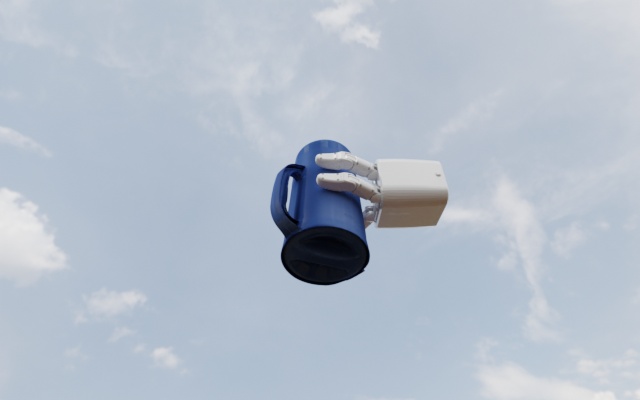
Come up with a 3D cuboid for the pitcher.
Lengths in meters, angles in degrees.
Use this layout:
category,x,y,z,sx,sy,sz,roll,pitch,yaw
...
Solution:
category,x,y,z,sx,sy,sz,roll,pitch,yaw
pitcher,0.000,0.003,0.785,0.145,0.149,0.242,-1,43,0
